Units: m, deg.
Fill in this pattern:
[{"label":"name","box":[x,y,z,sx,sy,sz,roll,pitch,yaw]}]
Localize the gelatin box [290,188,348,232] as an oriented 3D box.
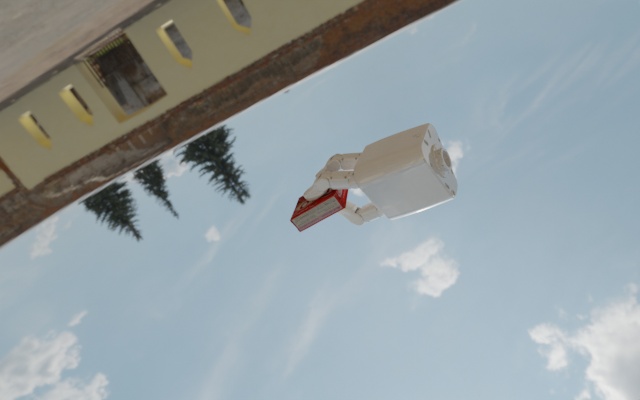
[{"label":"gelatin box","box":[0.000,0.003,0.748,0.089,0.030,0.073,-30,20,23]}]
